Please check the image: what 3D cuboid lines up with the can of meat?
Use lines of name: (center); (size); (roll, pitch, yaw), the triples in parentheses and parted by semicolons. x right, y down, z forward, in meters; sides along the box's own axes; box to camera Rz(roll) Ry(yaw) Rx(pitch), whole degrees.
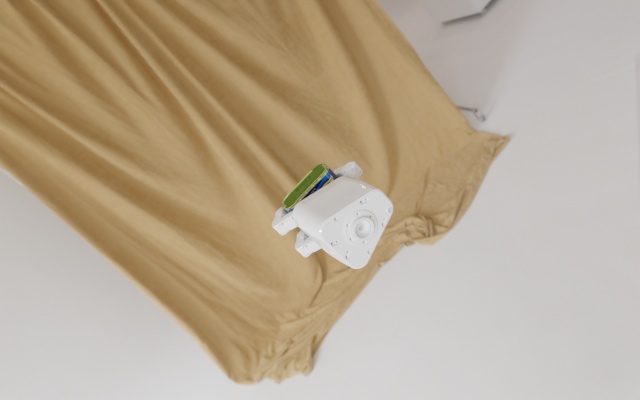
can of meat: (0.000, 0.002, 0.773); (0.084, 0.102, 0.057); (45, -3, -23)
